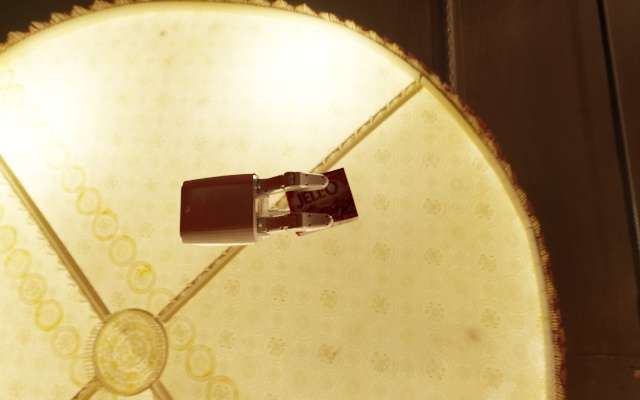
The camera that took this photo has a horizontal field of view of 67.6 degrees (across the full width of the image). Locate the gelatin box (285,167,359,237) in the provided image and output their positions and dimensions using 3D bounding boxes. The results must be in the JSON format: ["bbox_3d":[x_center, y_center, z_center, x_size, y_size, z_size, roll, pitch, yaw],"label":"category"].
[{"bbox_3d":[0.000,0.002,0.656,0.089,0.073,0.030,-15,-14,-3],"label":"gelatin box"}]
